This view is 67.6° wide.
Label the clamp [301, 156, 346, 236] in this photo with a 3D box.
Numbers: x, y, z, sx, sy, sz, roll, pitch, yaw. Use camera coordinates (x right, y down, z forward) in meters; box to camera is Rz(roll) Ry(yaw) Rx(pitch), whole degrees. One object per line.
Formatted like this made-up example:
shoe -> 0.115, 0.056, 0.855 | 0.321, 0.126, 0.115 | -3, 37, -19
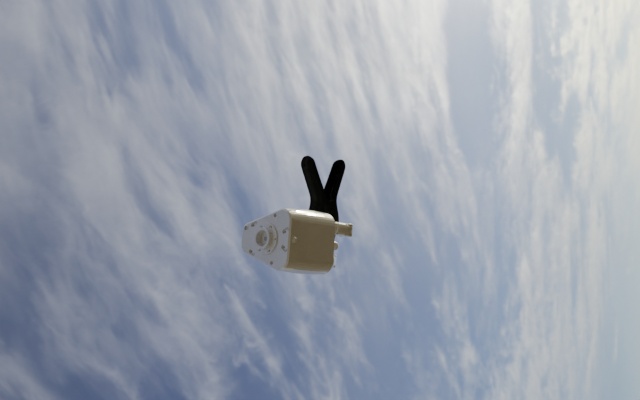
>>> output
clamp -> 0.000, 0.003, 0.826 | 0.039, 0.171, 0.120 | -2, -9, 39
